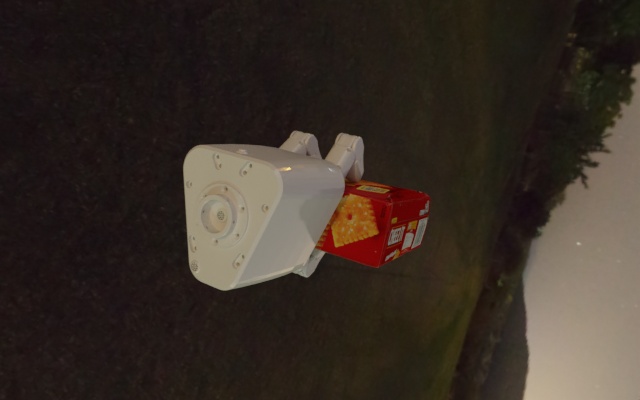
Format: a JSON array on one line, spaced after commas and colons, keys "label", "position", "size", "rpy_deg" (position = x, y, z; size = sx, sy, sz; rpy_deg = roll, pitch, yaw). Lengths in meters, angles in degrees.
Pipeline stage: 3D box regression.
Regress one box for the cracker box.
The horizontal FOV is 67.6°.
[{"label": "cracker box", "position": [0.000, 0.002, 0.537], "size": [0.213, 0.072, 0.164], "rpy_deg": [16, 9, 24]}]
